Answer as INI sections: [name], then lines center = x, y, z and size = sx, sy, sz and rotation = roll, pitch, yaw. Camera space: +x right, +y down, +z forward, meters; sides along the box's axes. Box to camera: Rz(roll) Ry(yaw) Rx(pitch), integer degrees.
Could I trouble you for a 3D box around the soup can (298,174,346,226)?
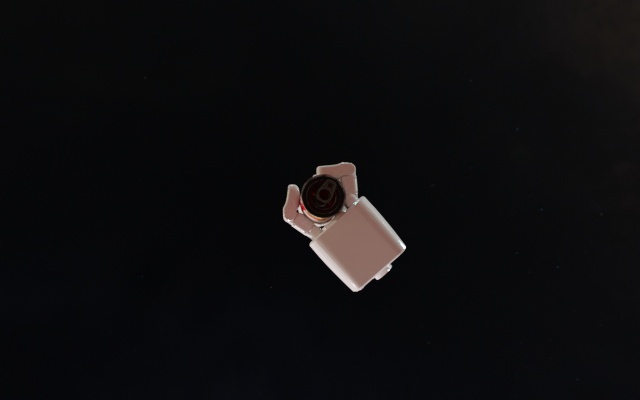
[soup can]
center = 0.000, 0.002, 0.764
size = 0.068, 0.068, 0.102
rotation = 0, -10, -6
